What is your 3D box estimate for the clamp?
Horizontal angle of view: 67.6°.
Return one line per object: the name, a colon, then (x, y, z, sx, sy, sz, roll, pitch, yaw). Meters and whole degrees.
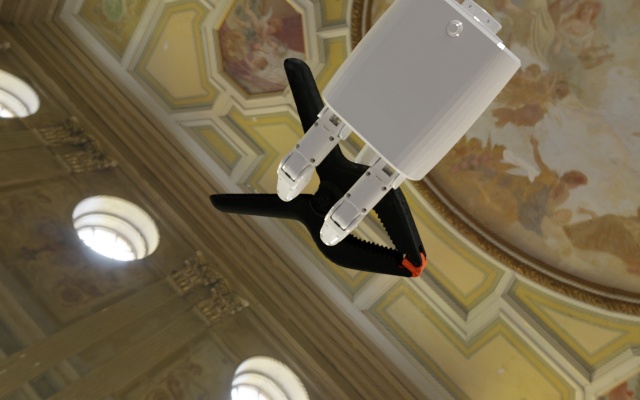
clamp: (0.001, 0.001, 0.429, 0.165, 0.210, 0.036, -49, -10, 24)
